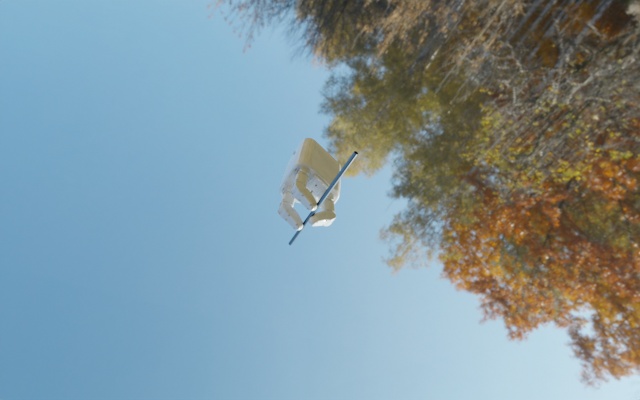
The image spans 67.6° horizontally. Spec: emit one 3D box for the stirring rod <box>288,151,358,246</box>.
[{"bbox_3d":[0.000,0.003,0.845,0.011,0.011,0.240,0,-42,-40],"label":"stirring rod"}]
